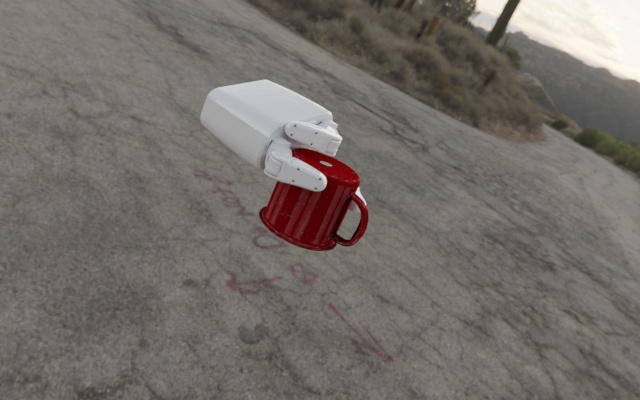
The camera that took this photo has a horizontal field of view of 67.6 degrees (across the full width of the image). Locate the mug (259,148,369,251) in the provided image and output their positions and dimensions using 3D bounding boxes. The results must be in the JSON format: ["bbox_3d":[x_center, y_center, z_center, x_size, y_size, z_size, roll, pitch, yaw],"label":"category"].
[{"bbox_3d":[0.001,0.002,0.510,0.117,0.081,0.093,34,21,26],"label":"mug"}]
